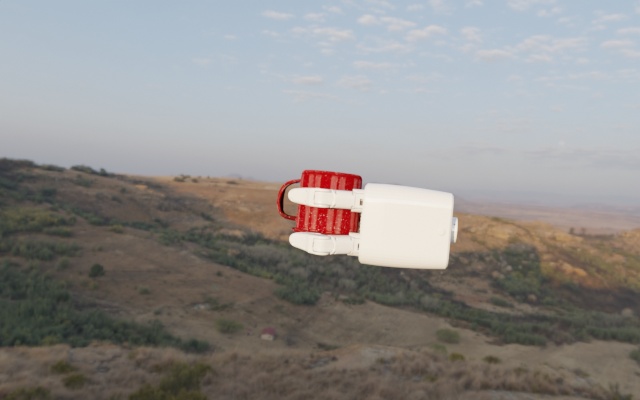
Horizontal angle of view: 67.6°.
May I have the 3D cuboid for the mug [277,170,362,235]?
[{"bbox_3d":[-0.001,0.002,0.635,0.117,0.081,0.093,6,1,10],"label":"mug"}]
